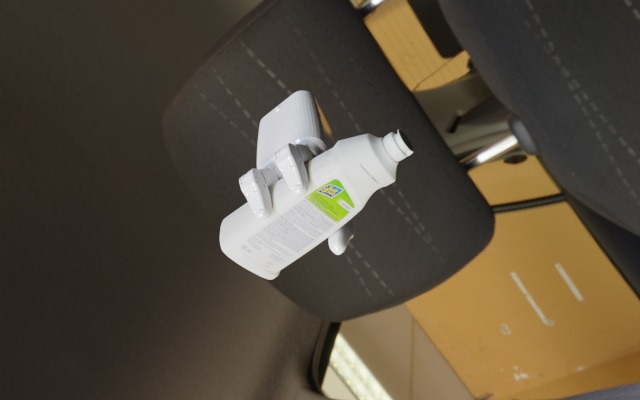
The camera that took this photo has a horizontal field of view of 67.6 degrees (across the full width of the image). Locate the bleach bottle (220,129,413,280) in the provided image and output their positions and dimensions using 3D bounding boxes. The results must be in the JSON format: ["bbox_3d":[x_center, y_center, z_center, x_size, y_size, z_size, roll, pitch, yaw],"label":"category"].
[{"bbox_3d":[0.000,0.002,0.562,0.251,0.068,0.103,-33,-48,25],"label":"bleach bottle"}]
